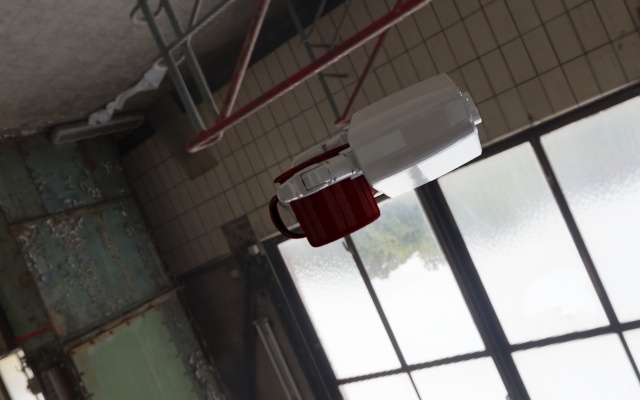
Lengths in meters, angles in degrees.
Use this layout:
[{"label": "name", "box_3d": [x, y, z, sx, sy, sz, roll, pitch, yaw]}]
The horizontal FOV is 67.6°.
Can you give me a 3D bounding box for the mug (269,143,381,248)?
[{"label": "mug", "box_3d": [-0.001, 0.002, 0.497, 0.117, 0.081, 0.093, -26, 0, 17]}]
